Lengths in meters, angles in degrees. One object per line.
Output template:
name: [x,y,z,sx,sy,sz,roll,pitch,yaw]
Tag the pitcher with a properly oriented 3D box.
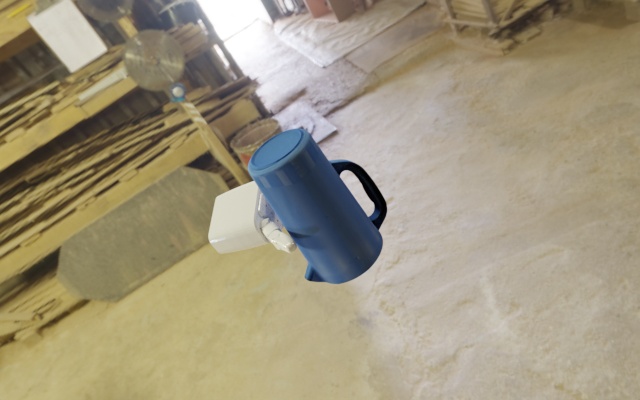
pitcher: [0.000,0.003,0.765,0.145,0.243,0.149,-15,35,28]
